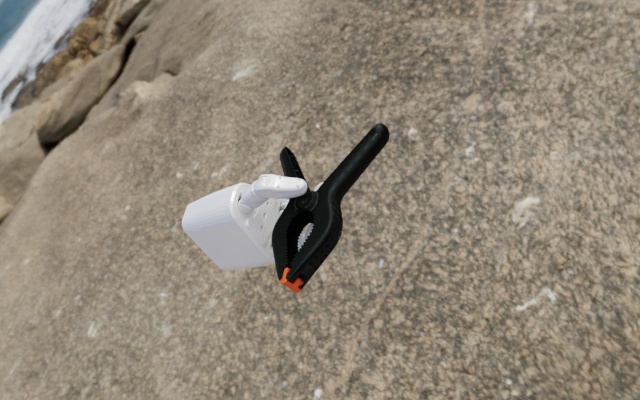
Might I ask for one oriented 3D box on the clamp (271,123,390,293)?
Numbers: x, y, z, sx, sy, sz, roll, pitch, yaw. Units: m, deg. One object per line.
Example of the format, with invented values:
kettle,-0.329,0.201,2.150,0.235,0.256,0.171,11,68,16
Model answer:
clamp,-0.001,0.002,0.553,0.164,0.209,0.036,-16,-40,35
